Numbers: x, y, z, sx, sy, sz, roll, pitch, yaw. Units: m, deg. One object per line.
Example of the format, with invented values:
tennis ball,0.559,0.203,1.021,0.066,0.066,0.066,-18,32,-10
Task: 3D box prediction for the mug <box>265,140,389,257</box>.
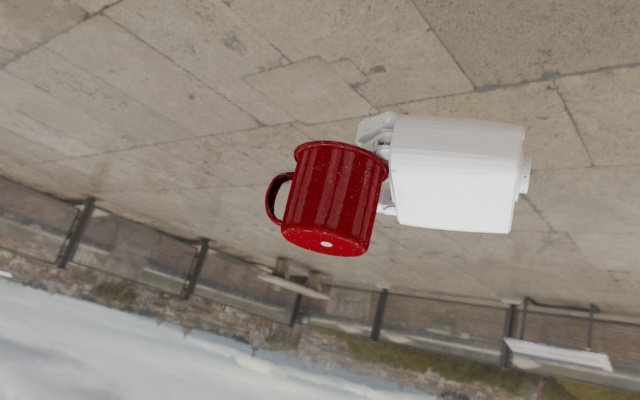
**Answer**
mug,-0.001,0.001,0.444,0.117,0.081,0.093,5,-20,23
